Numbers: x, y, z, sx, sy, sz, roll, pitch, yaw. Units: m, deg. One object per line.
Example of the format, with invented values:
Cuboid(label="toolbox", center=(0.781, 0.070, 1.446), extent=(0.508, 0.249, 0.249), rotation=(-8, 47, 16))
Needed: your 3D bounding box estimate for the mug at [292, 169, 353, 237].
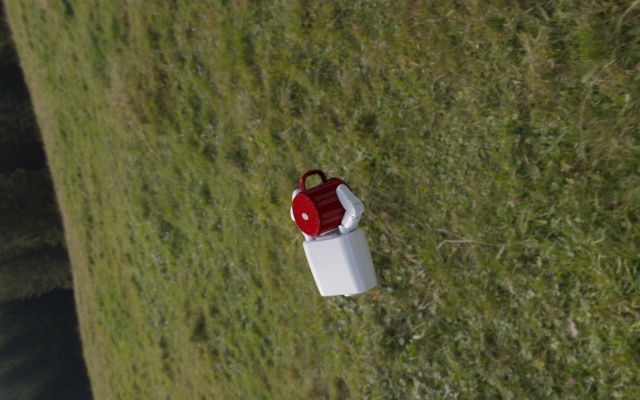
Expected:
Cuboid(label="mug", center=(0.000, 0.001, 0.840), extent=(0.081, 0.117, 0.093), rotation=(-21, 5, -35))
